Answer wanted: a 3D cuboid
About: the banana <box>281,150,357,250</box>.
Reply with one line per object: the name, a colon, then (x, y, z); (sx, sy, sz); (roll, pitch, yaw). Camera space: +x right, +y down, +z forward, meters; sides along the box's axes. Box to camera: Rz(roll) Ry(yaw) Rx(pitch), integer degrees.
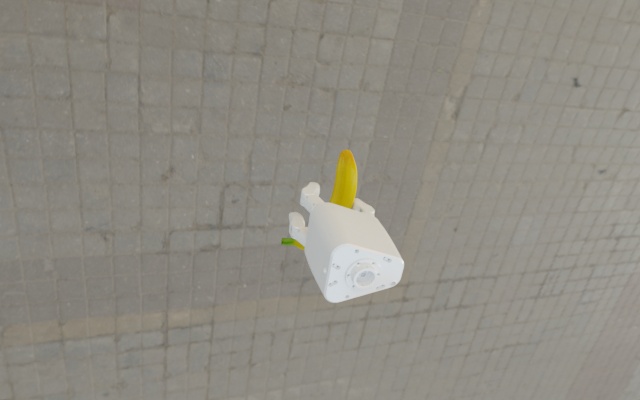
banana: (0.014, 0.013, 0.772); (0.069, 0.198, 0.037); (28, 19, -19)
